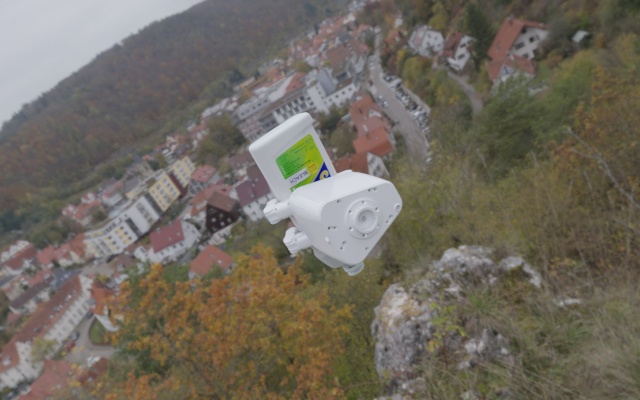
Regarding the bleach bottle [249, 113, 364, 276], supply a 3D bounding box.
[{"bbox_3d":[0.000,0.002,0.714,0.102,0.251,0.068,-36,18,-14],"label":"bleach bottle"}]
